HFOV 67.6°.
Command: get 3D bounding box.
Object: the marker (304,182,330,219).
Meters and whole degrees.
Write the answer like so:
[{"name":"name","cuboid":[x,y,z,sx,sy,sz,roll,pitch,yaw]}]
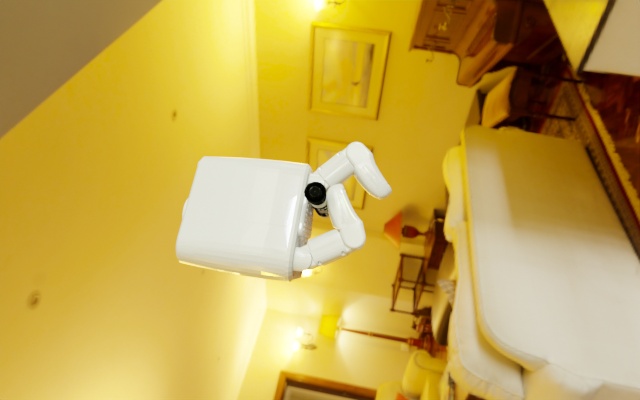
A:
[{"name":"marker","cuboid":[0.000,0.001,0.450,0.020,0.020,0.121,0,-8,5]}]
